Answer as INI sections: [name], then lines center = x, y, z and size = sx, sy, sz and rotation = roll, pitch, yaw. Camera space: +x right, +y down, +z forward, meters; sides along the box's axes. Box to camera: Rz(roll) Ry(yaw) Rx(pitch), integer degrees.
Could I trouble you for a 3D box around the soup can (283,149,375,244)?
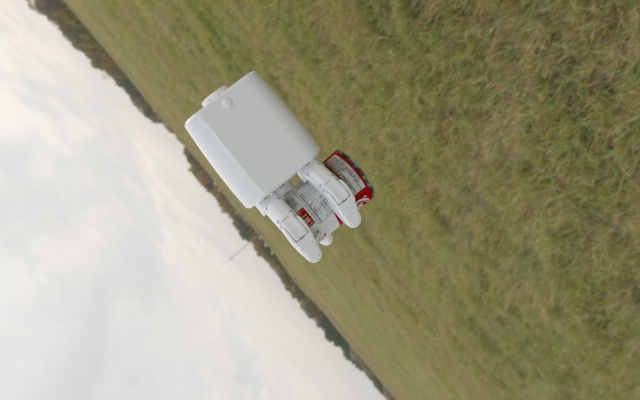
[soup can]
center = 0.000, 0.002, 0.524
size = 0.102, 0.068, 0.068
rotation = -40, 7, -8
